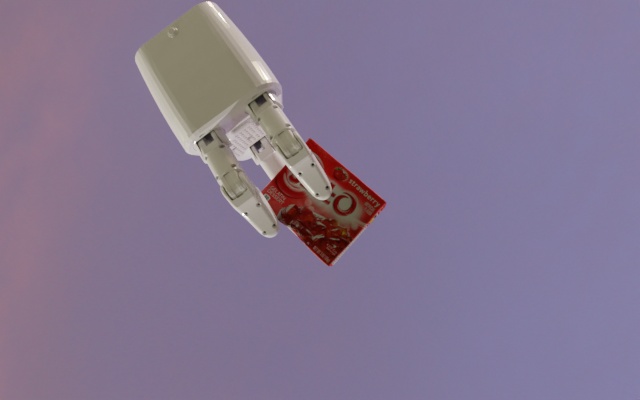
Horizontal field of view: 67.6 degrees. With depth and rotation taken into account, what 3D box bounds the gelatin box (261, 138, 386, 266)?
[{"bbox_3d":[0.000,0.002,0.415,0.089,0.073,0.030,42,-2,10],"label":"gelatin box"}]
